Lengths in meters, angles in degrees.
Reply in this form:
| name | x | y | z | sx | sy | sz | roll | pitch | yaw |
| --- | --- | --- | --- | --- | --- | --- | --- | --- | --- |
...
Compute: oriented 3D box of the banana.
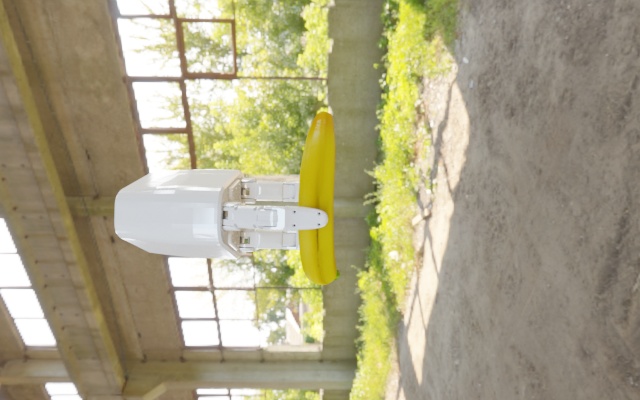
| name | x | y | z | sx | sy | sz | roll | pitch | yaw |
| --- | --- | --- | --- | --- | --- | --- | --- | --- | --- |
| banana | -0.002 | 0.012 | 0.487 | 0.037 | 0.198 | 0.069 | 2 | 25 | 8 |
